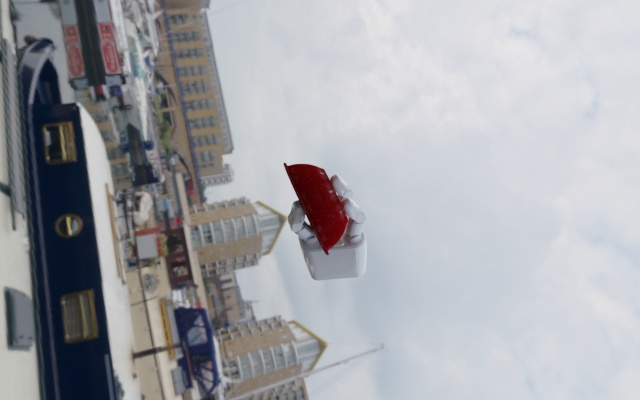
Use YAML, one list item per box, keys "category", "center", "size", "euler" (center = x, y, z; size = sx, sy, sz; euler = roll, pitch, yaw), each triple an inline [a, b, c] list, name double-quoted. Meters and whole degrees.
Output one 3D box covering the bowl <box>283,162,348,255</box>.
- category: "bowl"
  center: [0.000, 0.002, 0.750]
  size: [0.055, 0.162, 0.162]
  euler: [-26, 0, 1]
